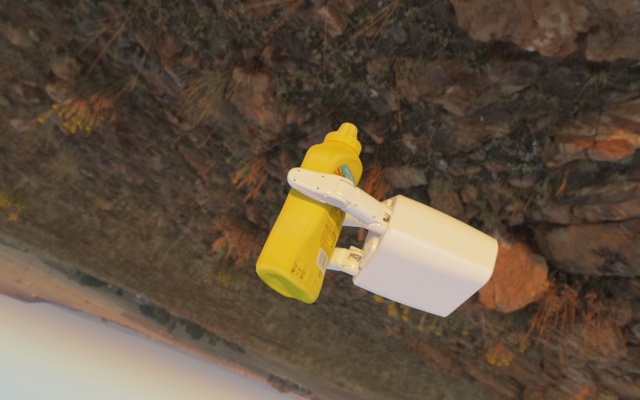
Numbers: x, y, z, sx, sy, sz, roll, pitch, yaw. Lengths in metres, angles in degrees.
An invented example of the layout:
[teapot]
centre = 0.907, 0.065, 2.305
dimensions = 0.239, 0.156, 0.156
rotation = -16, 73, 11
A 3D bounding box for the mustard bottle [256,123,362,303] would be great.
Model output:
[mustard bottle]
centre = 0.000, 0.002, 0.489
dimensions = 0.058, 0.191, 0.096
rotation = 13, -24, 22
